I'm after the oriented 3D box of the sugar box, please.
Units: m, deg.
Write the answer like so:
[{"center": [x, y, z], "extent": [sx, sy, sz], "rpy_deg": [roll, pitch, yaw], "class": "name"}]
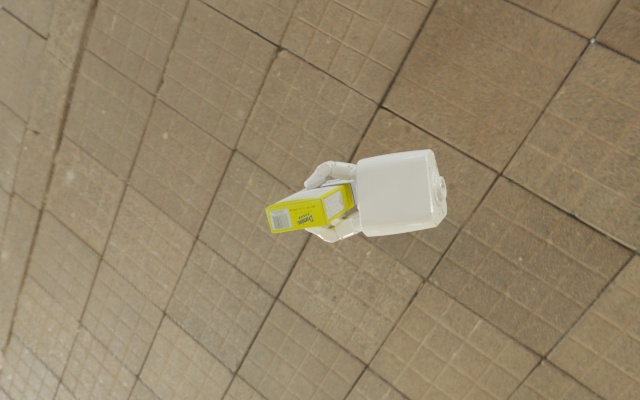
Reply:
[{"center": [0.000, 0.003, 0.740], "extent": [0.093, 0.048, 0.176], "rpy_deg": [-9, 7, 27], "class": "sugar box"}]
